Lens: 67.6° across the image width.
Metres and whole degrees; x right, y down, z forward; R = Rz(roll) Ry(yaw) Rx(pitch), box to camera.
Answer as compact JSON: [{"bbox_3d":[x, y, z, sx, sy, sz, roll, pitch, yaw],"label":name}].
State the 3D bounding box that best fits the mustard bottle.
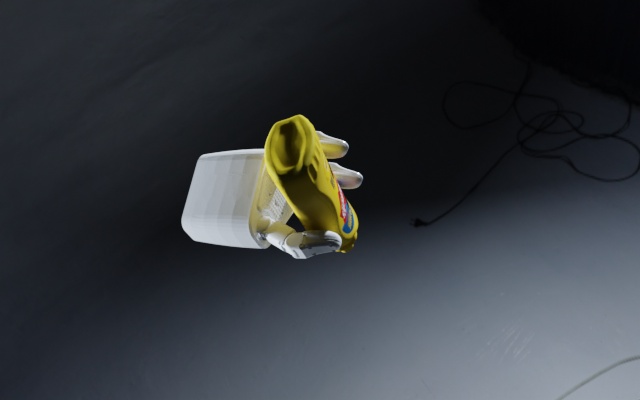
[{"bbox_3d":[0.000,0.002,0.548,0.058,0.096,0.192,-18,-44,10],"label":"mustard bottle"}]
